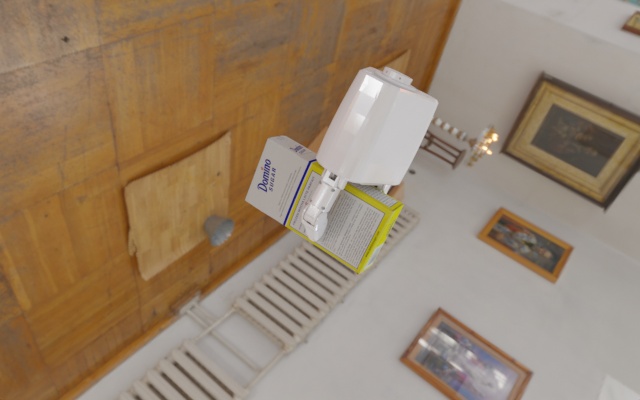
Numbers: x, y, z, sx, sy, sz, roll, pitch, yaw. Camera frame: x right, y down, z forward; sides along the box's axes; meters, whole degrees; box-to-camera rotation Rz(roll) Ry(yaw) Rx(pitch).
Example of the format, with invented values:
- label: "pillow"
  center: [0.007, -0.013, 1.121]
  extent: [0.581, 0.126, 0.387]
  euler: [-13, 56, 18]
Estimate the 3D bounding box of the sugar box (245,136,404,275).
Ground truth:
- label: "sugar box"
  center: [0.000, 0.002, 0.576]
  extent: [0.176, 0.093, 0.048]
  euler: [33, 24, 19]
